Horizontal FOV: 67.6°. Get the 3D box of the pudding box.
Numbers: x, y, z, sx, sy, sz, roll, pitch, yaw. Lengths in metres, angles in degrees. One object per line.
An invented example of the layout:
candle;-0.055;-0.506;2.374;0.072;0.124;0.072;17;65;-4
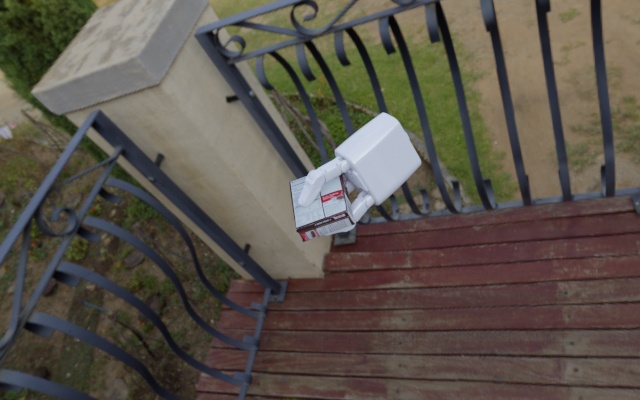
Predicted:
pudding box;0.000;0.002;0.775;0.090;0.113;0.039;-20;-46;10
